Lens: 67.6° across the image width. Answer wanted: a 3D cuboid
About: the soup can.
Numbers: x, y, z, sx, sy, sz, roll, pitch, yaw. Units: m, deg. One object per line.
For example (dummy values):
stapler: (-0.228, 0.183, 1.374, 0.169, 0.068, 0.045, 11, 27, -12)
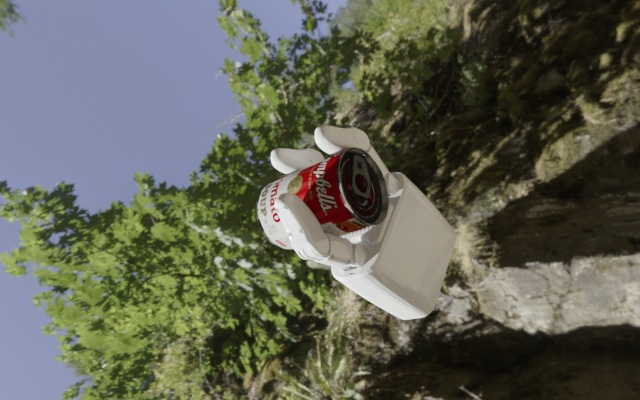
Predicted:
soup can: (-0.001, 0.001, 0.428, 0.102, 0.068, 0.068, -20, -13, 38)
